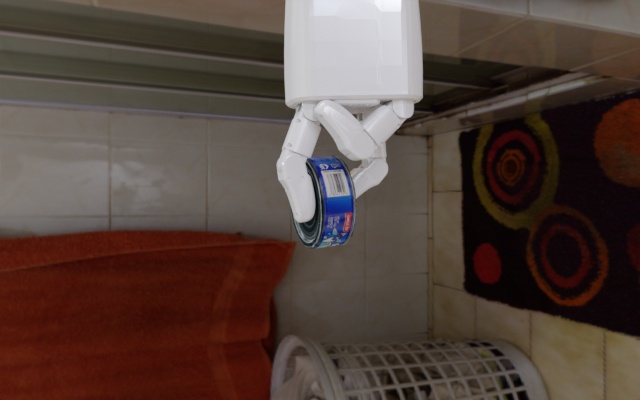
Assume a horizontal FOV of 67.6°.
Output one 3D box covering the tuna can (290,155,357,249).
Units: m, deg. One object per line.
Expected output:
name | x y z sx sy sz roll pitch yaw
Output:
tuna can | 0.000 0.002 0.446 0.034 0.086 0.086 -5 2 -22
